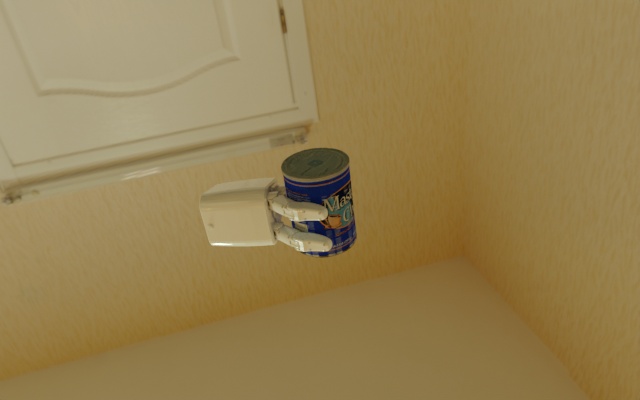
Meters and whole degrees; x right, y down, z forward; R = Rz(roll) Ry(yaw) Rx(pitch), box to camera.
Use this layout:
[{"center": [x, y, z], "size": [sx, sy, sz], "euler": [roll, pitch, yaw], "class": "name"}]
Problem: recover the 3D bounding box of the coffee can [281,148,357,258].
[{"center": [0.000, 0.002, 0.744], "size": [0.103, 0.140, 0.102], "euler": [-6, 30, 3], "class": "coffee can"}]
